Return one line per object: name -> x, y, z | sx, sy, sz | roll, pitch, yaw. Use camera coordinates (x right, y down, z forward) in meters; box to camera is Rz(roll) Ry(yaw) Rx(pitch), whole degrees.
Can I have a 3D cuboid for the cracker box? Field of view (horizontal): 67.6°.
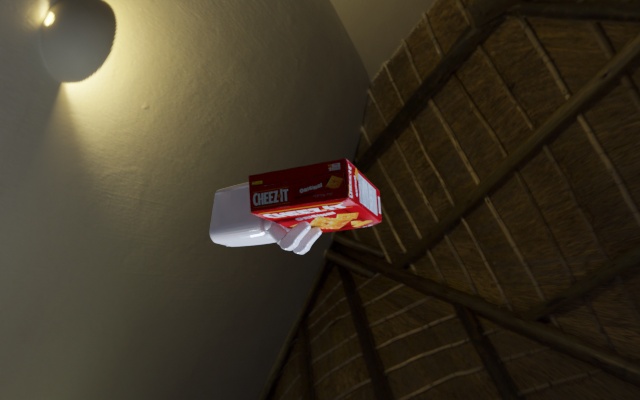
cracker box -> 0.000, 0.003, 0.812 | 0.164, 0.072, 0.214 | -9, -15, 19
